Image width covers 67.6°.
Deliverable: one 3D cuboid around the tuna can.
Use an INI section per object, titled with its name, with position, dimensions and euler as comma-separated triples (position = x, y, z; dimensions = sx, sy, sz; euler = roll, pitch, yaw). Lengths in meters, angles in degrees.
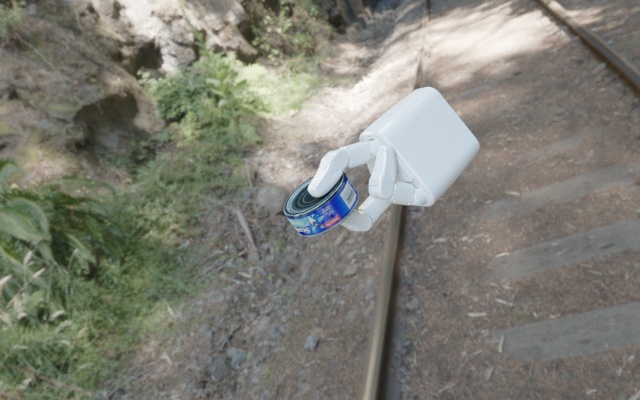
[tuna can]
position = 0.000, 0.001, 0.556
dimensions = 0.086, 0.034, 0.086
euler = -28, 25, 15
